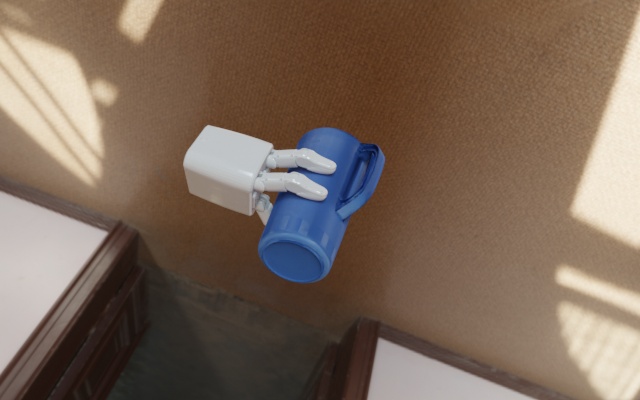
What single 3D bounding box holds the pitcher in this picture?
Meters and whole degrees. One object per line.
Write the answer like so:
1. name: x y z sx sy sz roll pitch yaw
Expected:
1. pitcher: 0.000 0.002 0.743 0.145 0.242 0.149 20 -44 0
